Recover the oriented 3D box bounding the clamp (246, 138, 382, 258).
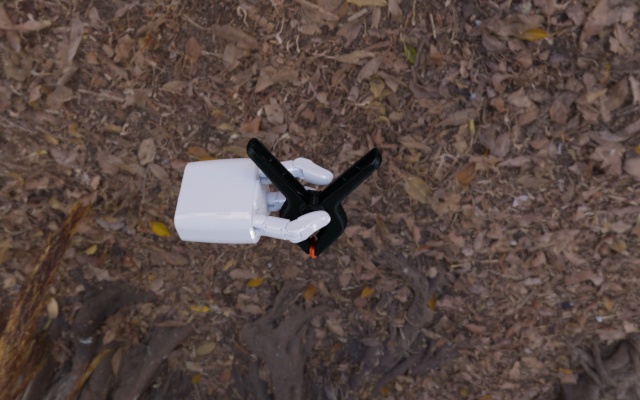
[{"bbox_3d":[0.000,0.003,0.638,0.164,0.036,0.210,1,-45,9],"label":"clamp"}]
